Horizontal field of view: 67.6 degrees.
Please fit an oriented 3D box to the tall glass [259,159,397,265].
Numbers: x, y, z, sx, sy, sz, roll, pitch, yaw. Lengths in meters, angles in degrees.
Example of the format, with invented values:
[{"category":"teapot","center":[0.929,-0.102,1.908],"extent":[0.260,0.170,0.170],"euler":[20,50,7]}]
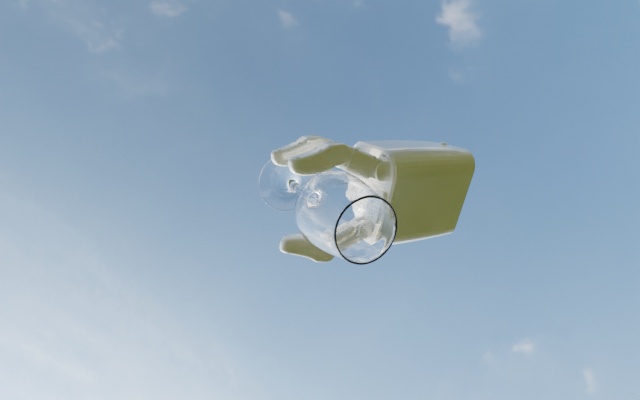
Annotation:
[{"category":"tall glass","center":[0.000,0.002,0.493],"extent":[0.079,0.079,0.201],"euler":[0,14,-24]}]
